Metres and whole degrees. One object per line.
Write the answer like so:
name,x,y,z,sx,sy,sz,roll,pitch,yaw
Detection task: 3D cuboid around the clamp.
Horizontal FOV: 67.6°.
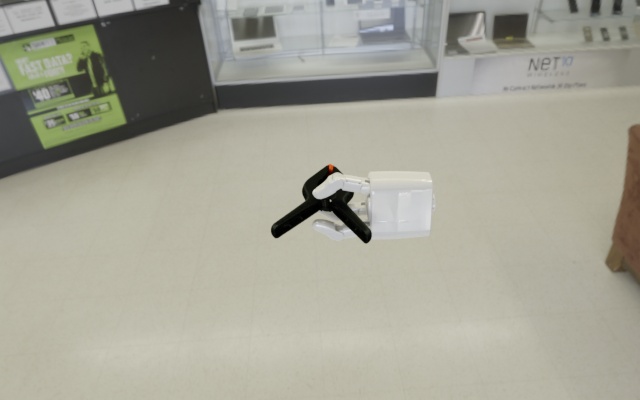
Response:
clamp,0.000,0.002,0.843,0.164,0.036,0.209,0,37,0
